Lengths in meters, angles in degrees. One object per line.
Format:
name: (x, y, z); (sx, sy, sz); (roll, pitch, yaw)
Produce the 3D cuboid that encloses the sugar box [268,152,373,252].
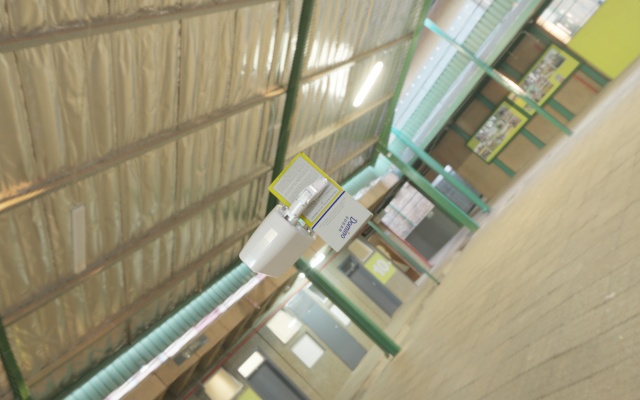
sugar box: (0.000, 0.003, 0.869); (0.176, 0.093, 0.048); (42, 4, 11)
